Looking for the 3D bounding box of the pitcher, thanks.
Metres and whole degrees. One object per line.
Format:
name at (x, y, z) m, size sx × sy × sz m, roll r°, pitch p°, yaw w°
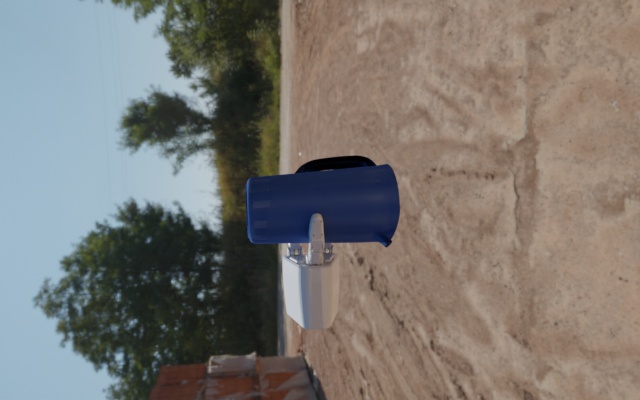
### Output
pitcher at (0.000, 0.003, 0.795) m, size 0.243 × 0.145 × 0.149 m, roll -3°, pitch 8°, yaw -7°
